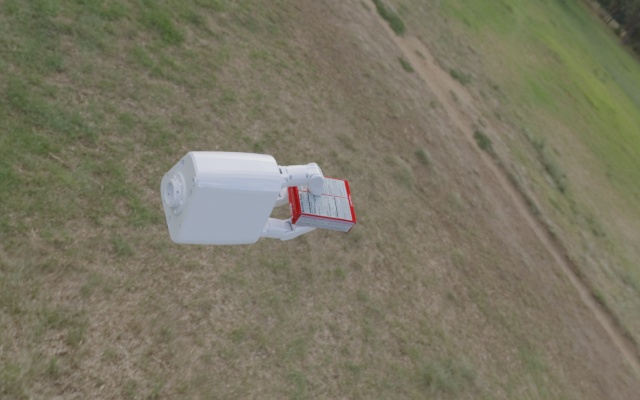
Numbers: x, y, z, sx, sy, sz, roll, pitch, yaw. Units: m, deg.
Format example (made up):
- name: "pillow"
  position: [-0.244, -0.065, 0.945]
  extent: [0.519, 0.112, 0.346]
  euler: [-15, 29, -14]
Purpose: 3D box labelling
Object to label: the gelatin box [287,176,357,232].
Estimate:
- name: "gelatin box"
  position: [0.001, 0.002, 0.658]
  extent: [0.089, 0.073, 0.030]
  euler: [9, -39, -24]
